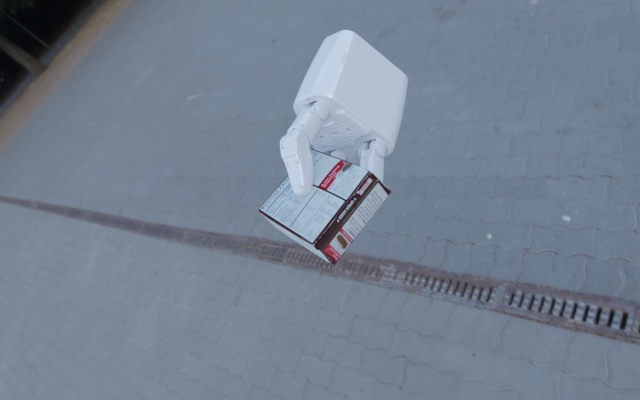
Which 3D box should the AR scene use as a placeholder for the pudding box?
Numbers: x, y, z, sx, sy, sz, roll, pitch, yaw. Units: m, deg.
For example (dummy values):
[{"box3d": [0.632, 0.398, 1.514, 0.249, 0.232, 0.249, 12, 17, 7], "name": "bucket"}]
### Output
[{"box3d": [0.000, 0.001, 0.471, 0.039, 0.090, 0.113, 44, -10, -34], "name": "pudding box"}]
